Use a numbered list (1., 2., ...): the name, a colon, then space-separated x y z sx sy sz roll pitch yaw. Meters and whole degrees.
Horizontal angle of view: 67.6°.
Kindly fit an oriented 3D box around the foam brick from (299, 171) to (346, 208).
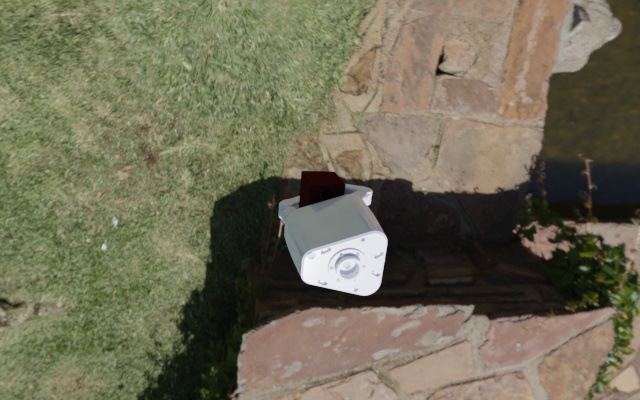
1. foam brick: 0.000 0.002 0.683 0.053 0.078 0.051 -2 24 -16
